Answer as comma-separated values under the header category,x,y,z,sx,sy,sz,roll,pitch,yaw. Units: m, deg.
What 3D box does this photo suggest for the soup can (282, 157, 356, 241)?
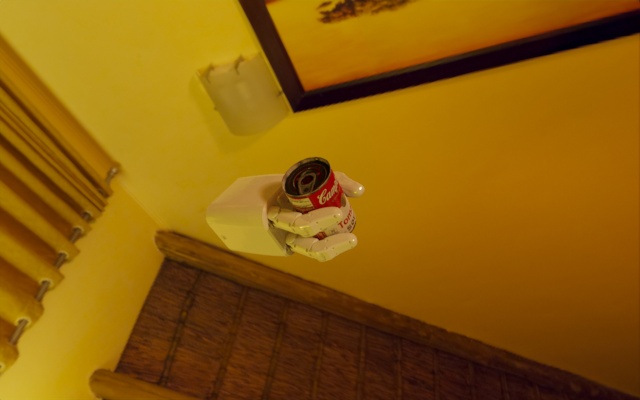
category,x,y,z,sx,sy,sz,roll,pitch,yaw
soup can,0.001,0.002,0.632,0.068,0.068,0.102,0,-41,29
